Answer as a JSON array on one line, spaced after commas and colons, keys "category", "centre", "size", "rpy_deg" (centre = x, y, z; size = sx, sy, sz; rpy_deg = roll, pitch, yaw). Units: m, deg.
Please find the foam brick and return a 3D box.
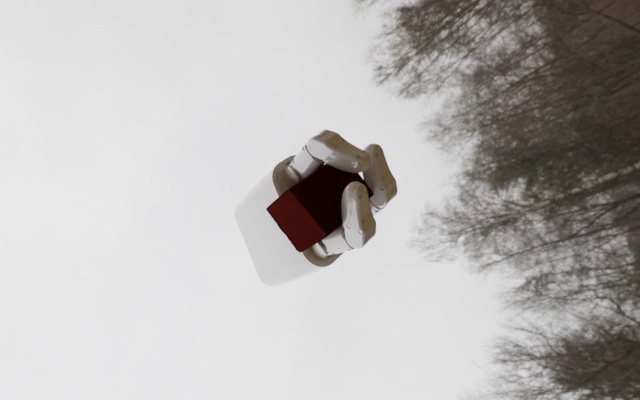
[{"category": "foam brick", "centre": [0.000, 0.001, 0.439], "size": [0.078, 0.053, 0.051], "rpy_deg": [-38, 2, -41]}]
